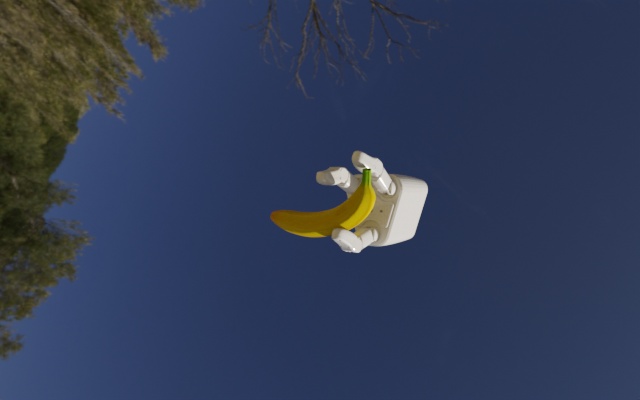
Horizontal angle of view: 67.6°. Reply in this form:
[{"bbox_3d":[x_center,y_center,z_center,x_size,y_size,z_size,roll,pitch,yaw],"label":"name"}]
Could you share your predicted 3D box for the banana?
[{"bbox_3d":[0.009,0.019,0.695,0.198,0.069,0.037,-24,-9,35],"label":"banana"}]
